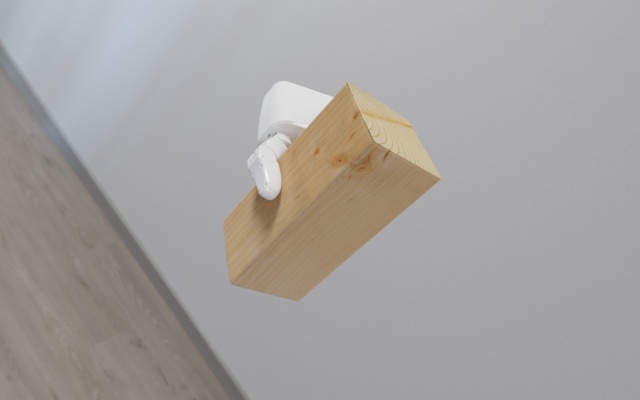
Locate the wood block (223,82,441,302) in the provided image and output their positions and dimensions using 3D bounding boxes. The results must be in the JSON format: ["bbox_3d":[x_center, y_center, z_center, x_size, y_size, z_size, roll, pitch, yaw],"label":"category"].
[{"bbox_3d":[0.000,0.001,0.471,0.091,0.090,0.206,23,-55,-35],"label":"wood block"}]
